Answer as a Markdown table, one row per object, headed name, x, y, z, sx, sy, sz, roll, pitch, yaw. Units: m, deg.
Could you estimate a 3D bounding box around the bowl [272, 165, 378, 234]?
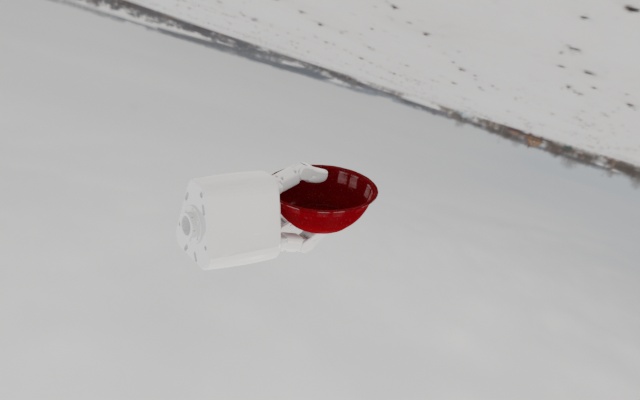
| name | x | y | z | sx | sy | sz | roll | pitch | yaw |
| --- | --- | --- | --- | --- | --- | --- | --- | --- | --- |
| bowl | 0.001 | 0.002 | 0.693 | 0.162 | 0.055 | 0.162 | 3 | 26 | -1 |
